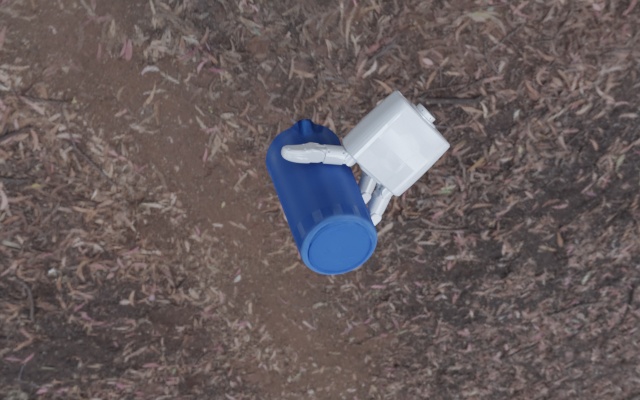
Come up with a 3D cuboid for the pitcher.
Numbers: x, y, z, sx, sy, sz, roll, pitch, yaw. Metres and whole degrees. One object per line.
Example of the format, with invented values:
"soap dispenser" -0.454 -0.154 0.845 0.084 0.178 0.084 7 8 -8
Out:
"pitcher" 0.000 0.002 0.733 0.149 0.145 0.242 34 21 -34
